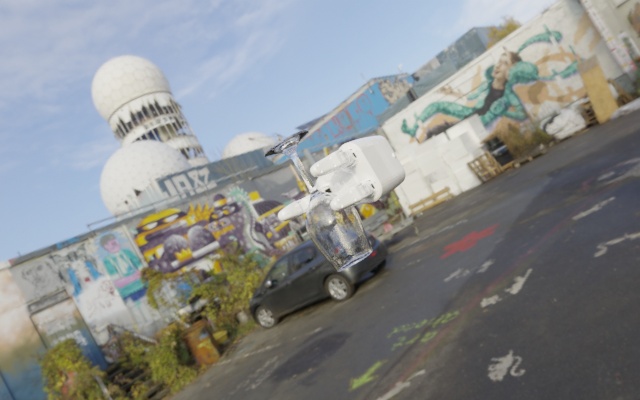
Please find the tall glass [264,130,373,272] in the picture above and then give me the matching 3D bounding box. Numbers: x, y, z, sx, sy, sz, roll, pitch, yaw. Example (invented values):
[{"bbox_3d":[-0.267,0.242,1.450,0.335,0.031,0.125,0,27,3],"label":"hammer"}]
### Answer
[{"bbox_3d":[0.000,0.002,0.695,0.079,0.201,0.079,-30,-3,-2],"label":"tall glass"}]
